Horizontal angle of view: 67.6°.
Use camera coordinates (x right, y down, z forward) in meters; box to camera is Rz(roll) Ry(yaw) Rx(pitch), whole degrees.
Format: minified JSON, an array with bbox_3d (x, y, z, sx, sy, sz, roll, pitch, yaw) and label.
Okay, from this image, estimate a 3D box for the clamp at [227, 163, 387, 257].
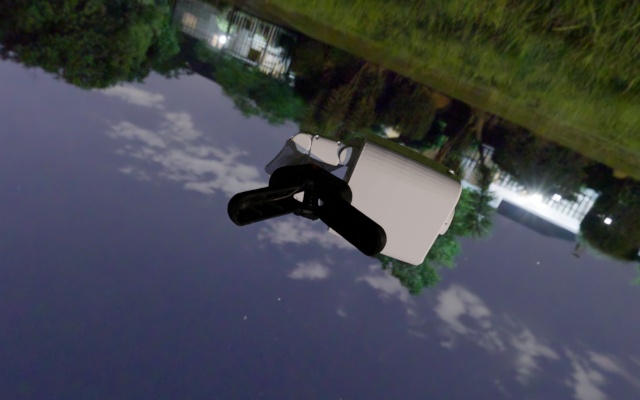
[{"bbox_3d":[0.000,0.002,0.419,0.120,0.039,0.171,22,19,3],"label":"clamp"}]
